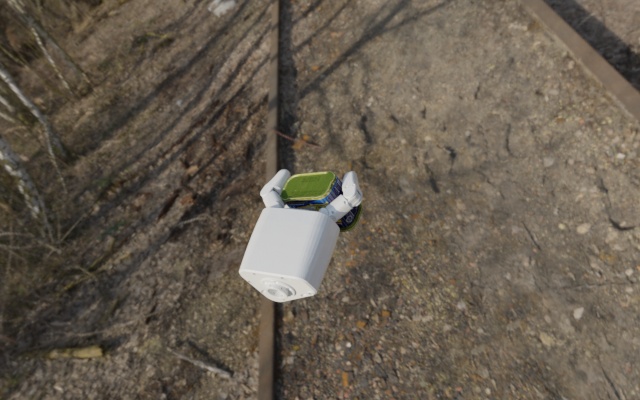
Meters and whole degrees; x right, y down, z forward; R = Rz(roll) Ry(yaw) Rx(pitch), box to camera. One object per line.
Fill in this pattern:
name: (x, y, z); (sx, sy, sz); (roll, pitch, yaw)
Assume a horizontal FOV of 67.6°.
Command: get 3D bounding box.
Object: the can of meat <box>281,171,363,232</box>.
can of meat: (0.000, 0.002, 0.735); (0.102, 0.057, 0.084); (-4, -39, 38)
